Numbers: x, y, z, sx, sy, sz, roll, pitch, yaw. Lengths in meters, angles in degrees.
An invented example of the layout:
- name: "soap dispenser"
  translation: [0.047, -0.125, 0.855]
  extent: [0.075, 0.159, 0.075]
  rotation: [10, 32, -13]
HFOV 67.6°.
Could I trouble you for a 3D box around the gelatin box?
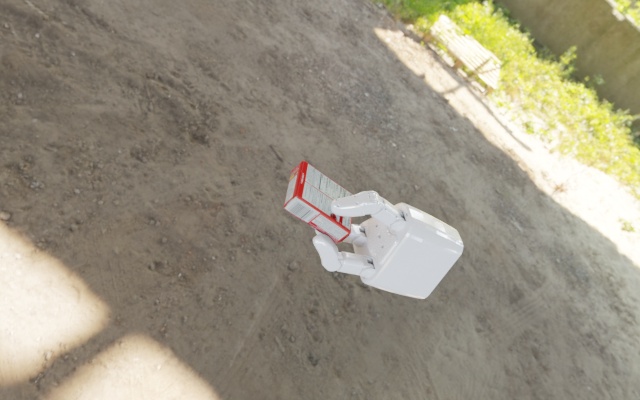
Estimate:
- name: "gelatin box"
  translation: [0.000, 0.002, 0.600]
  extent: [0.089, 0.073, 0.030]
  rotation: [34, -54, -21]
